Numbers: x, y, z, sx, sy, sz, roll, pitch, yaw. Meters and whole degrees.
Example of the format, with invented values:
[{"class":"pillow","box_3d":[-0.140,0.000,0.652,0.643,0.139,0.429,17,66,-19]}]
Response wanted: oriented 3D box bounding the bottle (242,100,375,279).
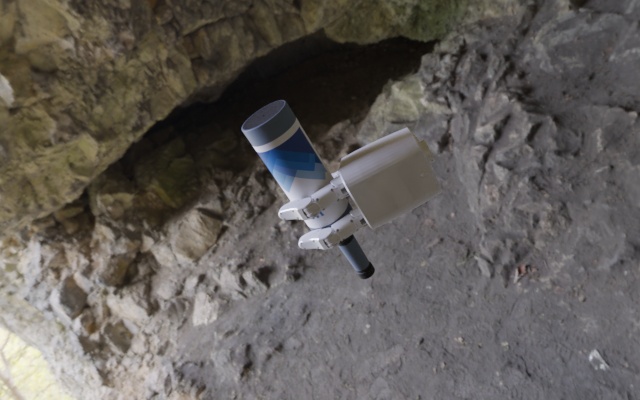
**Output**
[{"class":"bottle","box_3d":[0.000,0.002,0.666,0.069,0.296,0.069,-25,29,15]}]
